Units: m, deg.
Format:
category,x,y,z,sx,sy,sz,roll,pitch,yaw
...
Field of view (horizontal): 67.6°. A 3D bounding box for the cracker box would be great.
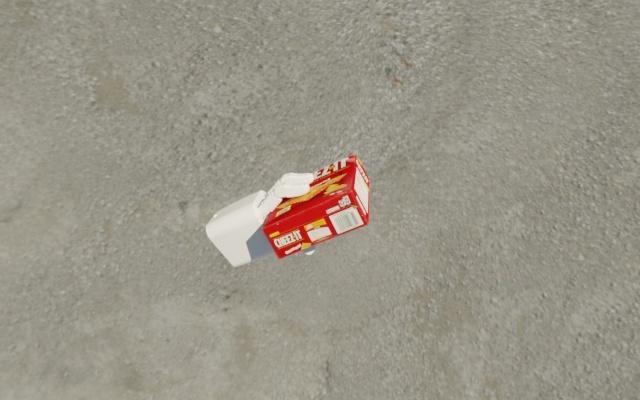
category,x,y,z,sx,sy,sz,roll,pitch,yaw
cracker box,0.000,0.003,0.852,0.164,0.072,0.213,-23,17,14
